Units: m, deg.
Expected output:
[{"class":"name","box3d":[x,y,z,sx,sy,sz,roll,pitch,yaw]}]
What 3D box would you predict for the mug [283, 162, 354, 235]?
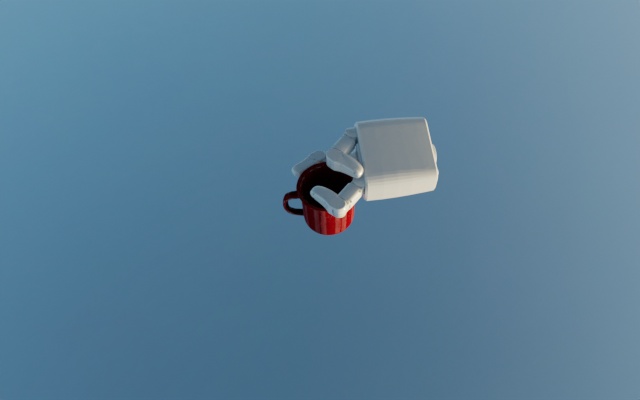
[{"class":"mug","box3d":[-0.001,0.003,0.743,0.117,0.093,0.082,-7,-35,-2]}]
